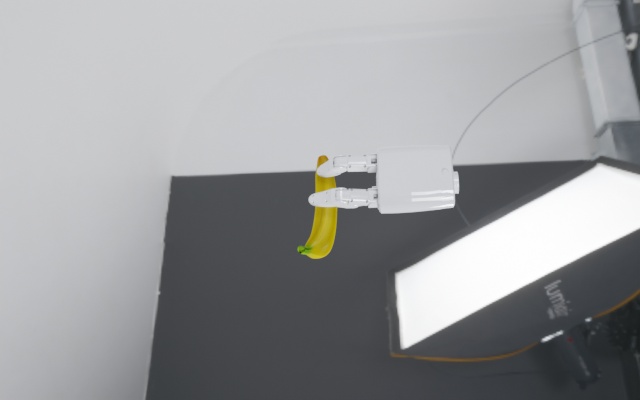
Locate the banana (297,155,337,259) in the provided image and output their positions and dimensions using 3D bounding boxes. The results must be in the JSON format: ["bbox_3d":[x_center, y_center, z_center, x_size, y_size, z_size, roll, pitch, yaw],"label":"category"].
[{"bbox_3d":[0.004,0.017,0.737,0.037,0.197,0.070,-4,-43,14],"label":"banana"}]
